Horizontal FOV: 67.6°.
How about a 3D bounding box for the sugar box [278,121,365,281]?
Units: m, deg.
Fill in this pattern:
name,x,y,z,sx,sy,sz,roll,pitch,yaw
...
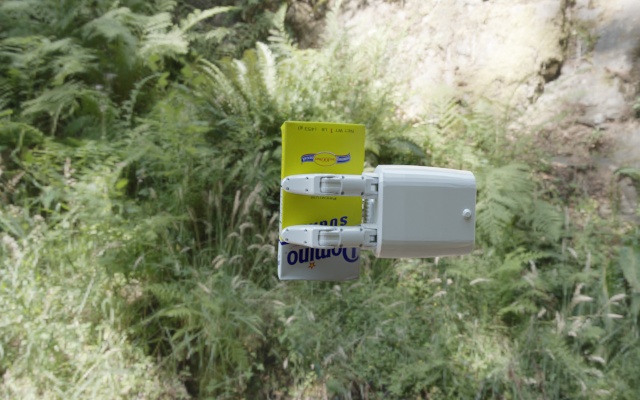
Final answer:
name,x,y,z,sx,sy,sz,roll,pitch,yaw
sugar box,0.000,0.002,0.542,0.093,0.176,0.048,1,1,-8
